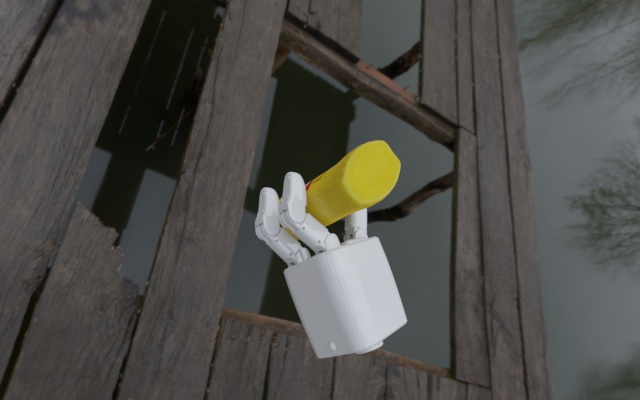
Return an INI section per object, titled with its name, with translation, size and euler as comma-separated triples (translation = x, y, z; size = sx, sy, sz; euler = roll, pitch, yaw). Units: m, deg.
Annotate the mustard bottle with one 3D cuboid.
[mustard bottle]
translation = 0.000, 0.001, 0.553
size = 0.192, 0.058, 0.096
euler = -31, 11, 47
